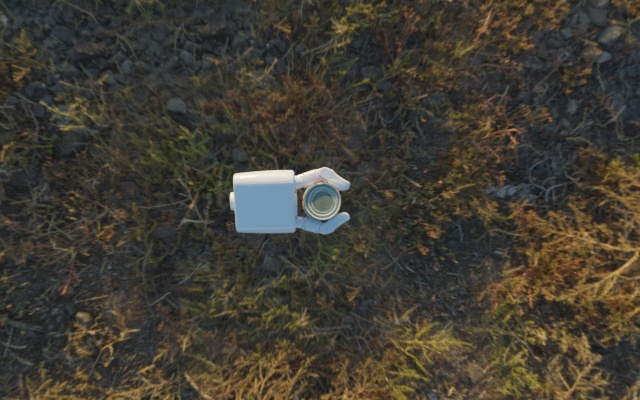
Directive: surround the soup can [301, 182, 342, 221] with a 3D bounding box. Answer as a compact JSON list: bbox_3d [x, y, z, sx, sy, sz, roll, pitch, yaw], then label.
[{"bbox_3d":[0.001,0.003,0.866,0.068,0.068,0.102,0,-1,-4],"label":"soup can"}]
